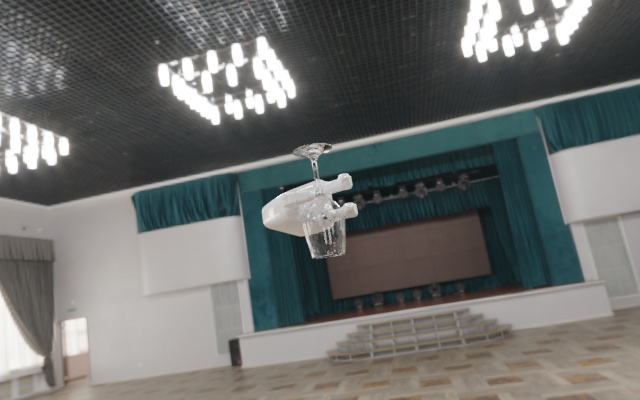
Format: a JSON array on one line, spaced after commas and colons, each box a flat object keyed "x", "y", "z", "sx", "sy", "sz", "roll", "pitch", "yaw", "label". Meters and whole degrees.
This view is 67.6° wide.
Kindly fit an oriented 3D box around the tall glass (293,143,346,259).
[{"x": 0.000, "y": 0.002, "z": 0.870, "sx": 0.079, "sy": 0.201, "sz": 0.079, "roll": -9, "pitch": -11, "yaw": -2, "label": "tall glass"}]
